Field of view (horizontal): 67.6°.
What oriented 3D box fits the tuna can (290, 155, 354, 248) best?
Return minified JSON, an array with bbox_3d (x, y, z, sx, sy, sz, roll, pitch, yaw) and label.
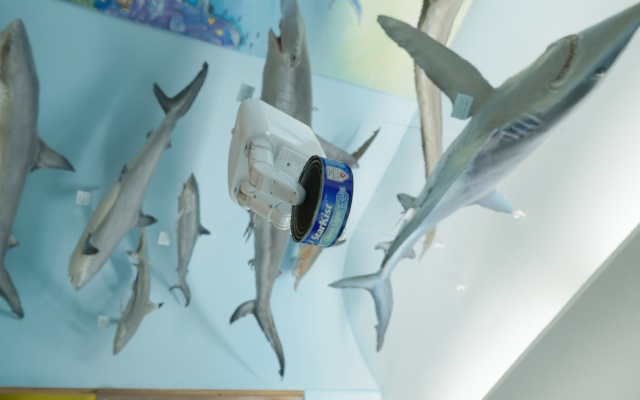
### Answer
[{"bbox_3d":[0.001,0.002,0.459,0.034,0.086,0.086,13,-4,-18],"label":"tuna can"}]
